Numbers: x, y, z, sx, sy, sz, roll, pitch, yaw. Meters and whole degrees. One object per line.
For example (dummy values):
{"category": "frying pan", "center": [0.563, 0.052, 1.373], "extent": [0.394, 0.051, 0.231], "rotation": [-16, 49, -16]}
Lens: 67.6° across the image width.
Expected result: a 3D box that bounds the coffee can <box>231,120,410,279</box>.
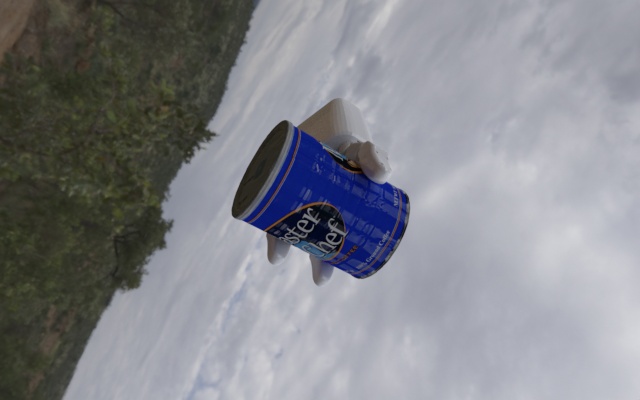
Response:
{"category": "coffee can", "center": [0.000, 0.002, 0.464], "extent": [0.140, 0.103, 0.103], "rotation": [29, -11, -20]}
